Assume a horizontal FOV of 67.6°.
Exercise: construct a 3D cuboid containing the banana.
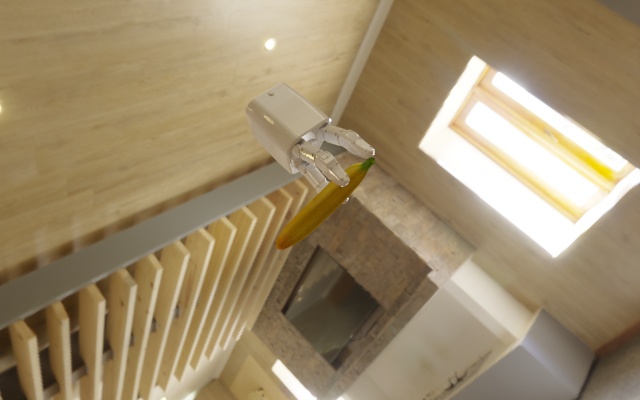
[{"bbox_3d":[0.004,0.004,0.742,0.037,0.198,0.070,44,-5,12],"label":"banana"}]
